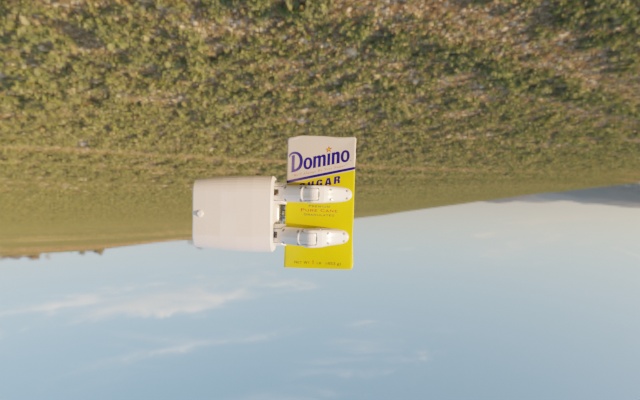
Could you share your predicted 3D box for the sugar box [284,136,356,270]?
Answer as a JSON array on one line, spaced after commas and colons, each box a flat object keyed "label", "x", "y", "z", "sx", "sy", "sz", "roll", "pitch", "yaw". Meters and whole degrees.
[{"label": "sugar box", "x": 0.000, "y": 0.002, "z": 0.644, "sx": 0.093, "sy": 0.176, "sz": 0.048, "roll": 1, "pitch": 2, "yaw": 3}]
